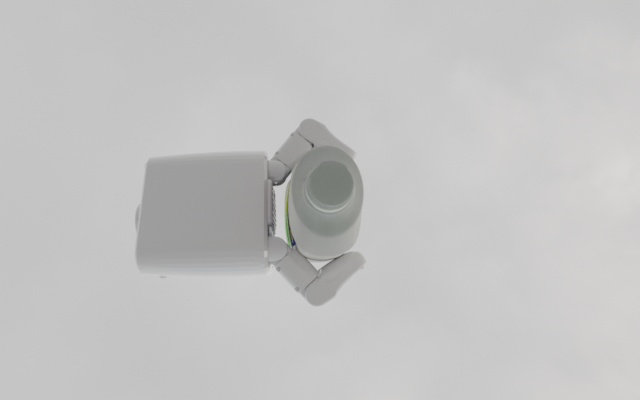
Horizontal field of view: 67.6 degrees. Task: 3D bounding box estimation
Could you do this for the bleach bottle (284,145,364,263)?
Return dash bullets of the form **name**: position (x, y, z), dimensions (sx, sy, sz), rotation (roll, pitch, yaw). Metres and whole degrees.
- **bleach bottle**: position (0.000, 0.001, 0.416), dimensions (0.068, 0.102, 0.251), rotation (-1, -9, -3)
